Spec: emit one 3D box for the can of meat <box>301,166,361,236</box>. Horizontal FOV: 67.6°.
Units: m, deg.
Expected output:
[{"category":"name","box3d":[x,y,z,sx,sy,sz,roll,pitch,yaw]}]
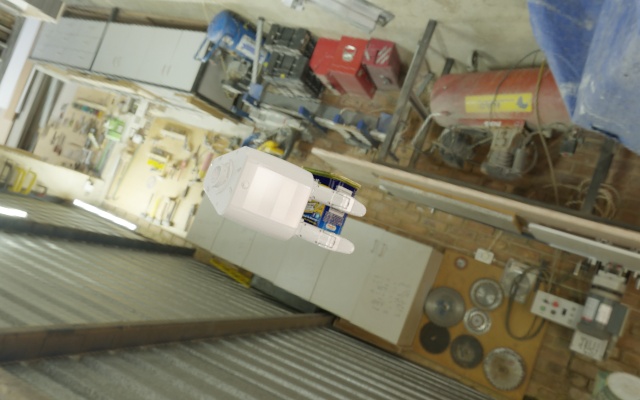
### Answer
[{"category":"can of meat","box3d":[0.000,0.003,0.705,0.057,0.084,0.102,24,-5,-39]}]
